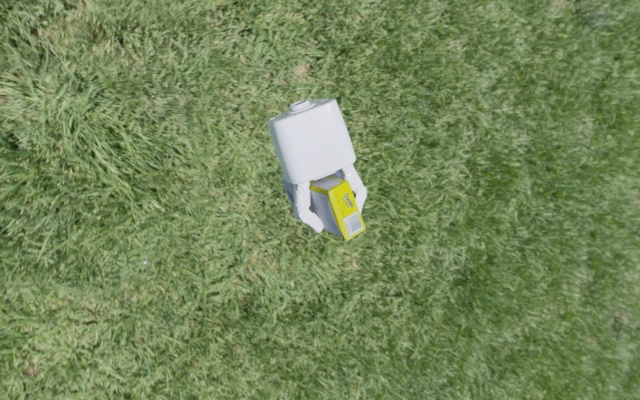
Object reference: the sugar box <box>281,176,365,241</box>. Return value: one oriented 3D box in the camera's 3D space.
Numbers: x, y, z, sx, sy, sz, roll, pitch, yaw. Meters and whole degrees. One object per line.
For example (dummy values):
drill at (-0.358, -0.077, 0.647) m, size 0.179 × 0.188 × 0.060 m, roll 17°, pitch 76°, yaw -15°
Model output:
sugar box at (0.001, 0.002, 0.821) m, size 0.048 × 0.093 × 0.176 m, roll -29°, pitch 23°, yaw -20°
